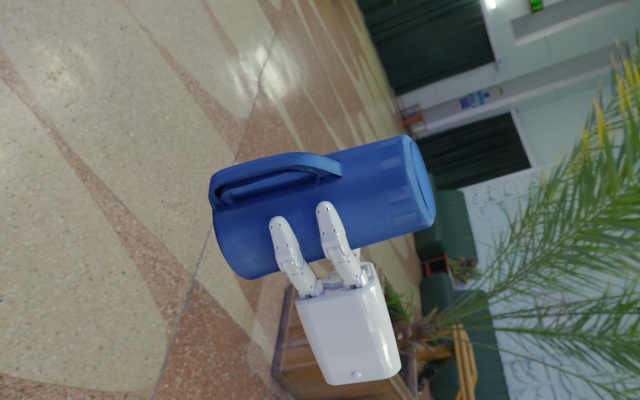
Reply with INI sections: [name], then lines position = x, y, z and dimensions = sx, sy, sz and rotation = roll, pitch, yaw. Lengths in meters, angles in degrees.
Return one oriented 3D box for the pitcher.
[pitcher]
position = 0.000, 0.002, 0.560
dimensions = 0.243, 0.145, 0.149
rotation = -16, 8, 20
